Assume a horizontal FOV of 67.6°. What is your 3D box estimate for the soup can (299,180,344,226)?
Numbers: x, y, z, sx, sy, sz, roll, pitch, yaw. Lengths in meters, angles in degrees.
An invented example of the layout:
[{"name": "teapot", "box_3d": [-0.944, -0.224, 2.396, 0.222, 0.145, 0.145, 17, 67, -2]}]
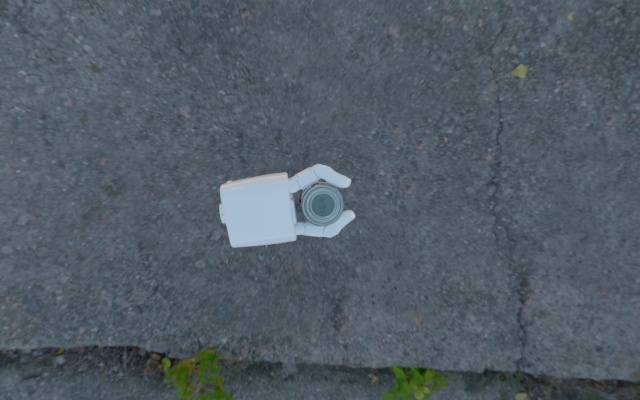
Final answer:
[{"name": "soup can", "box_3d": [0.001, 0.003, 0.778, 0.068, 0.068, 0.102, 0, 5, -4]}]
